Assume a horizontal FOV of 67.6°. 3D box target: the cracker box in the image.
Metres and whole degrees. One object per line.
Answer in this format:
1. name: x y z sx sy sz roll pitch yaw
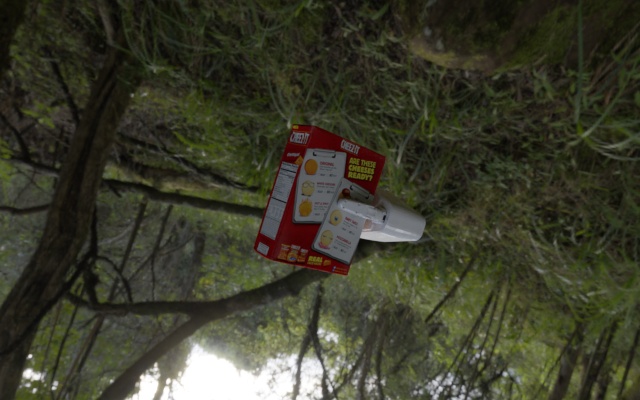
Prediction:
1. cracker box: 0.000 0.003 0.780 0.164 0.213 0.072 18 0 -38
